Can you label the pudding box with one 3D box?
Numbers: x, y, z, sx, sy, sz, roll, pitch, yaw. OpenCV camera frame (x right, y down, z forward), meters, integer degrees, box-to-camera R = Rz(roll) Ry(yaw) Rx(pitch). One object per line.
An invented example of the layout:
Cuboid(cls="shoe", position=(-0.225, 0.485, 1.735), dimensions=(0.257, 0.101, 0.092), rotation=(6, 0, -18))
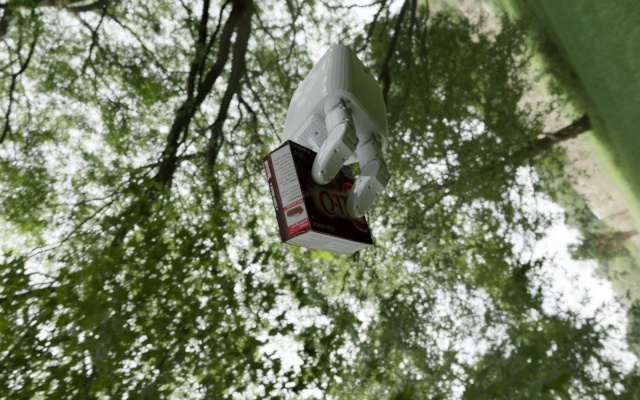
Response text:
Cuboid(cls="pudding box", position=(0.000, 0.002, 0.459), dimensions=(0.039, 0.090, 0.113), rotation=(-29, -25, 29))
